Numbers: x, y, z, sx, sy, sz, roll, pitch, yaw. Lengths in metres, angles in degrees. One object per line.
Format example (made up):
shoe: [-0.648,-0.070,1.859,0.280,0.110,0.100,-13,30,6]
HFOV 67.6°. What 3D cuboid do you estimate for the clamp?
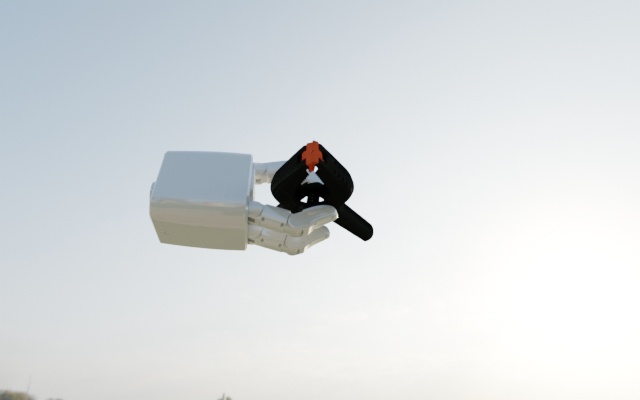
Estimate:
clamp: [0.000,0.001,0.574,0.164,0.036,0.210,3,-29,-7]
